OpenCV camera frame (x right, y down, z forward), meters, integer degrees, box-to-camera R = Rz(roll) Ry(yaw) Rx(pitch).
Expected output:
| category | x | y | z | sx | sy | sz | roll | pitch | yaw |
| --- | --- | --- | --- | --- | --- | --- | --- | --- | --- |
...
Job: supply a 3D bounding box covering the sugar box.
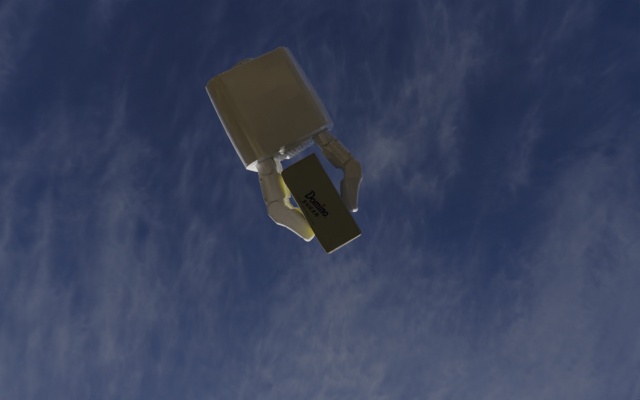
| category | x | y | z | sx | sy | sz | roll | pitch | yaw |
| --- | --- | --- | --- | --- | --- | --- | --- | --- | --- |
| sugar box | 0.000 | 0.002 | 0.538 | 0.048 | 0.093 | 0.176 | -30 | 0 | 3 |
